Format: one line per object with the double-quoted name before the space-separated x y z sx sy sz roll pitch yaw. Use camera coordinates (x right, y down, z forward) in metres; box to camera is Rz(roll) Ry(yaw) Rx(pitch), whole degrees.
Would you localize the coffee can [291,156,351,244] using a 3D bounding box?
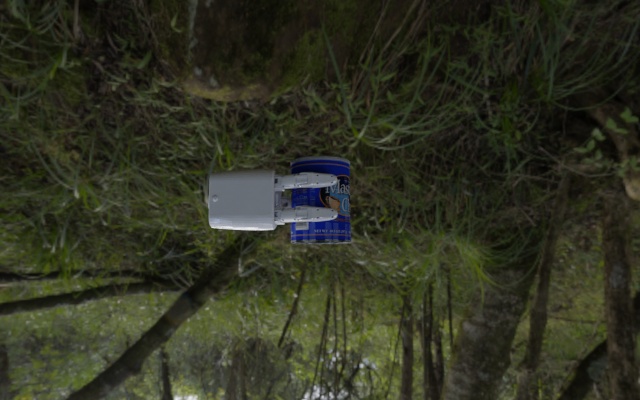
"coffee can" 0.000 0.003 0.815 0.103 0.140 0.103 0 -7 0
